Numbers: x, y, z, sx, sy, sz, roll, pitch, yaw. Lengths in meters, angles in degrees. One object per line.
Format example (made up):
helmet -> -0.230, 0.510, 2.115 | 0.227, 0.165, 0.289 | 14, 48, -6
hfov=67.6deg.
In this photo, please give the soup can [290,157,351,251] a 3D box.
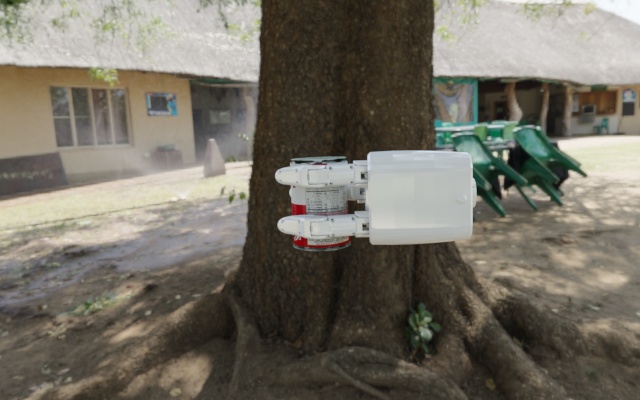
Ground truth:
soup can -> 0.000, 0.002, 0.555 | 0.068, 0.102, 0.068 | -2, 8, 0
